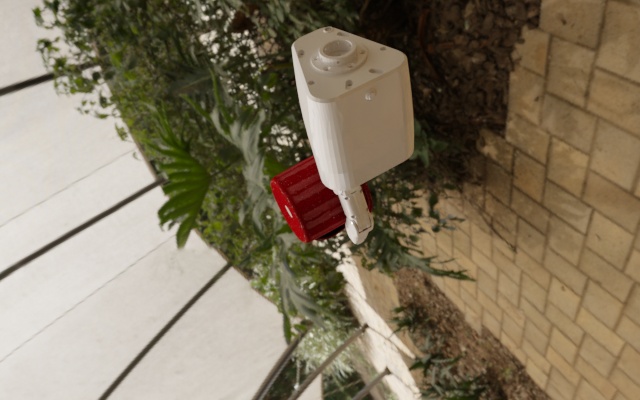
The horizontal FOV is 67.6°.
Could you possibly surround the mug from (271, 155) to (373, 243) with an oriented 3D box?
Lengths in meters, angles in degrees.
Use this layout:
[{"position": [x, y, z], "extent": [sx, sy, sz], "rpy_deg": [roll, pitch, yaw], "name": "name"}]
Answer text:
[{"position": [0.000, 0.003, 0.536], "extent": [0.081, 0.117, 0.093], "rpy_deg": [-29, 49, -13], "name": "mug"}]
